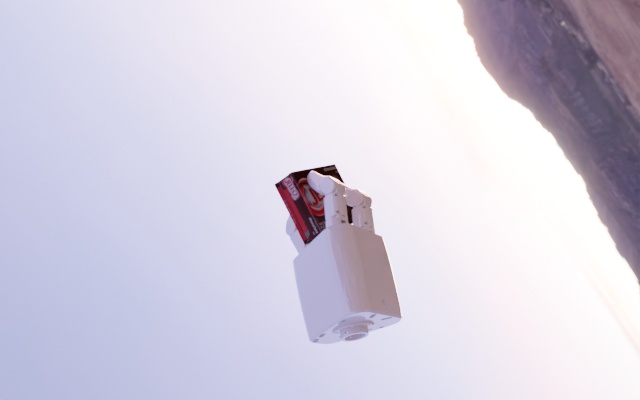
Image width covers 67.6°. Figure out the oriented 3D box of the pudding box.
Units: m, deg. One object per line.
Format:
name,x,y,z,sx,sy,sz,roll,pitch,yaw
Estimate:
pudding box,0.000,0.002,0.643,0.039,0.090,0.113,-30,-7,30
